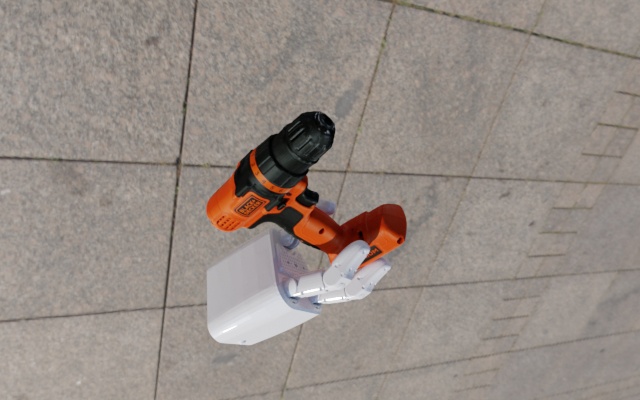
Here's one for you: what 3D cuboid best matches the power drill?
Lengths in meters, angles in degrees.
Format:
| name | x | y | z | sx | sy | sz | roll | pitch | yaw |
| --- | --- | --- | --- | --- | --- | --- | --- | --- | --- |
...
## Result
| name | x | y | z | sx | sy | sz | roll | pitch | yaw |
| --- | --- | --- | --- | --- | --- | --- | --- | --- | --- |
| power drill | 0.000 | 0.002 | 0.498 | 0.188 | 0.057 | 0.184 | 29 | -44 | -28 |
